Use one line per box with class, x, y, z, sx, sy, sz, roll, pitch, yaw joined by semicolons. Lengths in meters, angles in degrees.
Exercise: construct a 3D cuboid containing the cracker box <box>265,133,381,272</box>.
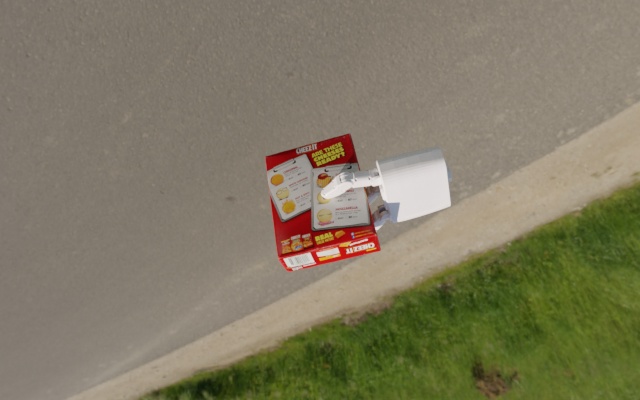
cracker box;0.000;0.003;0.831;0.164;0.213;0.072;-15;-34;5
